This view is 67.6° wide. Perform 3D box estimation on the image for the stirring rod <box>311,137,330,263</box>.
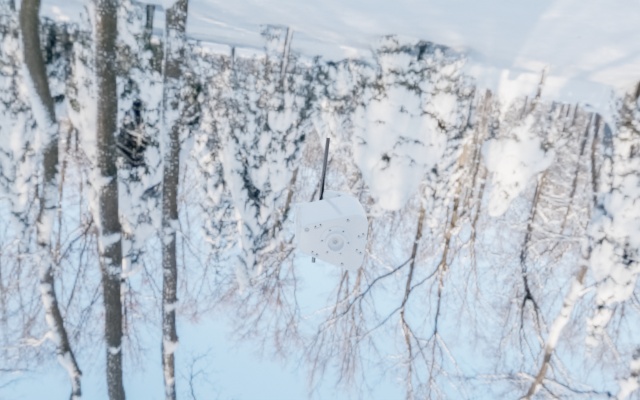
[{"bbox_3d":[0.000,0.003,0.890,0.011,0.239,0.011,6,14,-2],"label":"stirring rod"}]
